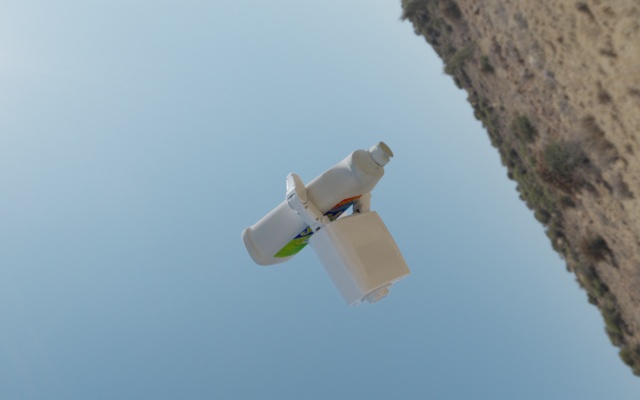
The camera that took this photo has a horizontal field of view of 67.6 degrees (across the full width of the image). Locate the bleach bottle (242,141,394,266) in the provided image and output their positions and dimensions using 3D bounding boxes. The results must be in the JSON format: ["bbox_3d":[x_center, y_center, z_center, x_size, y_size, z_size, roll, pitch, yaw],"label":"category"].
[{"bbox_3d":[0.000,0.002,0.699,0.251,0.068,0.102,-40,-21,27],"label":"bleach bottle"}]
